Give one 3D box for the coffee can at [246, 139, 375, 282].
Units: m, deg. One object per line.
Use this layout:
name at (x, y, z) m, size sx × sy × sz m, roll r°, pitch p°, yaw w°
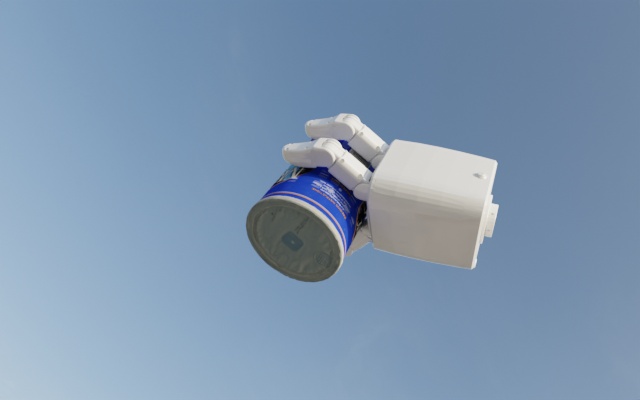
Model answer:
coffee can at (0.000, 0.002, 0.508) m, size 0.103 × 0.103 × 0.140 m, roll 0°, pitch 34°, yaw 29°
